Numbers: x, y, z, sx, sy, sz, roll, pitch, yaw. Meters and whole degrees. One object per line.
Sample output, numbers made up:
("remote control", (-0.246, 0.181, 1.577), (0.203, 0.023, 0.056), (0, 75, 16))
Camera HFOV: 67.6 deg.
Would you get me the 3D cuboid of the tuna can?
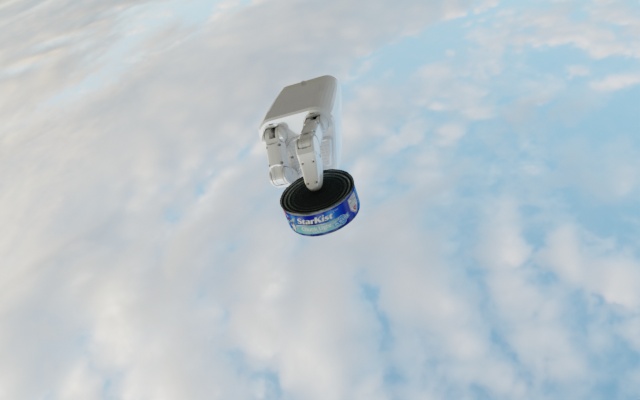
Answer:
("tuna can", (0.000, 0.002, 0.535), (0.086, 0.034, 0.086), (-14, 32, 9))
